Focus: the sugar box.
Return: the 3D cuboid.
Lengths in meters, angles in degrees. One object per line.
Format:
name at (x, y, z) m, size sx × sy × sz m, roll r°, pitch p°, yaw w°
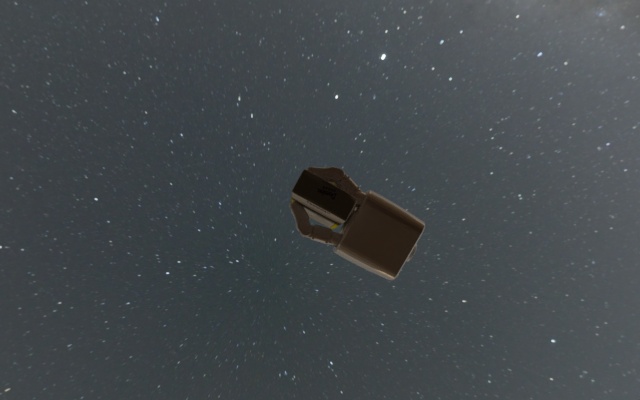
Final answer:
sugar box at (0.001, 0.002, 0.779) m, size 0.093 × 0.048 × 0.176 m, roll 29°, pitch -11°, yaw -1°
